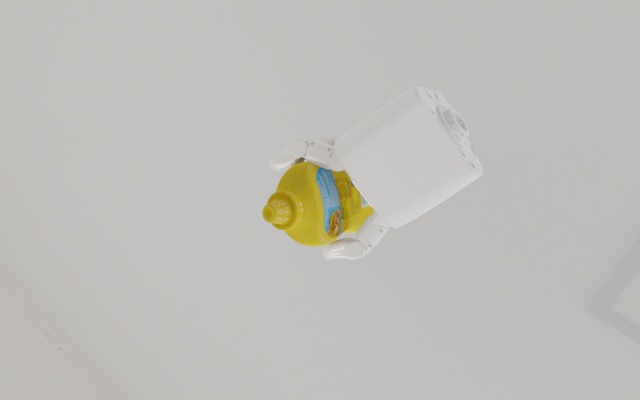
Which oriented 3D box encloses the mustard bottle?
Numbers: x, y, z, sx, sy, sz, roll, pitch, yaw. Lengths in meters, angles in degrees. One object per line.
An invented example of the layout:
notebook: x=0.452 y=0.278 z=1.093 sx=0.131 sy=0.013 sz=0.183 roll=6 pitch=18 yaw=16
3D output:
mustard bottle: x=0.000 y=0.002 z=0.549 sx=0.058 sy=0.096 sz=0.191 roll=-7 pitch=3 yaw=32
